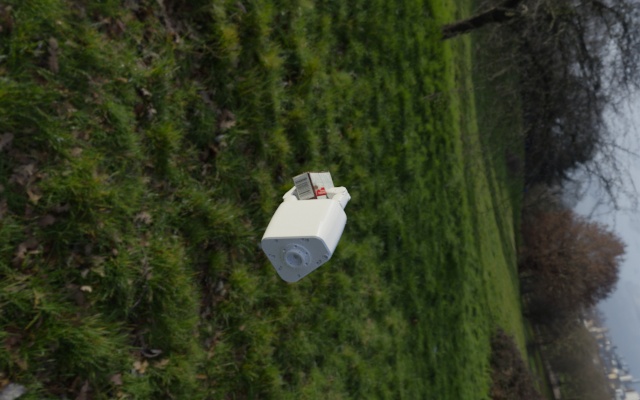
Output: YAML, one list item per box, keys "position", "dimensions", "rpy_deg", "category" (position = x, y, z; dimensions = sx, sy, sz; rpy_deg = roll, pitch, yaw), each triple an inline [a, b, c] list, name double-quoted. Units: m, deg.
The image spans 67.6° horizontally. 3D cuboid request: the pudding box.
- position: [0.000, 0.003, 0.886]
  dimensions: [0.039, 0.113, 0.090]
  rpy_deg: [-19, -4, 26]
  category: "pudding box"
